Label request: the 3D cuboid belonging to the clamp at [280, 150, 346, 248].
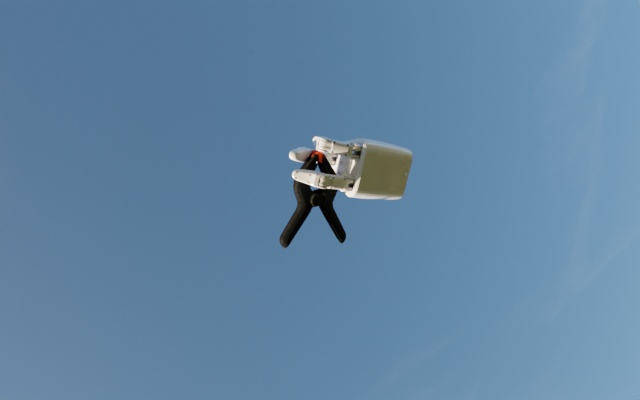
[{"bbox_3d":[0.000,0.002,0.815,0.120,0.171,0.039,5,14,-30],"label":"clamp"}]
